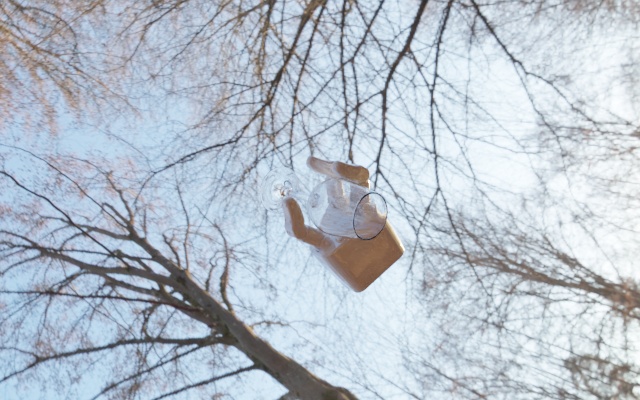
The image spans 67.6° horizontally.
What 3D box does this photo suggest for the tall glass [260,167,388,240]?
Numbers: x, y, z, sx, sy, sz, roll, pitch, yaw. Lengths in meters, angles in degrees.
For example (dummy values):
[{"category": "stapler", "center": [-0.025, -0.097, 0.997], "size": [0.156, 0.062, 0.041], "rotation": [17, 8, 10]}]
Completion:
[{"category": "tall glass", "center": [0.000, 0.002, 0.668], "size": [0.079, 0.079, 0.201], "rotation": [0, 10, -40]}]
